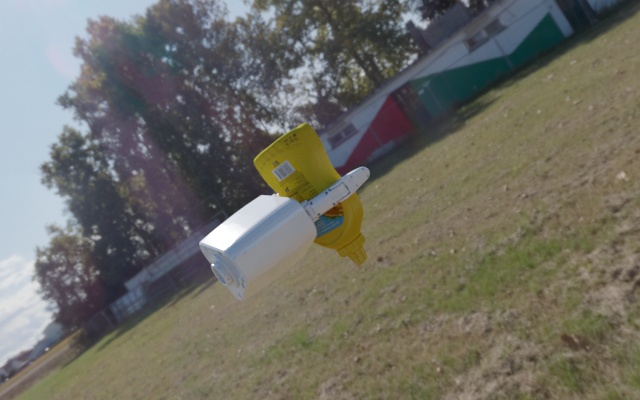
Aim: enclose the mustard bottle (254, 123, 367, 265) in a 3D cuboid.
[{"bbox_3d":[0.000,0.002,0.619,0.096,0.191,0.058,-31,6,39],"label":"mustard bottle"}]
